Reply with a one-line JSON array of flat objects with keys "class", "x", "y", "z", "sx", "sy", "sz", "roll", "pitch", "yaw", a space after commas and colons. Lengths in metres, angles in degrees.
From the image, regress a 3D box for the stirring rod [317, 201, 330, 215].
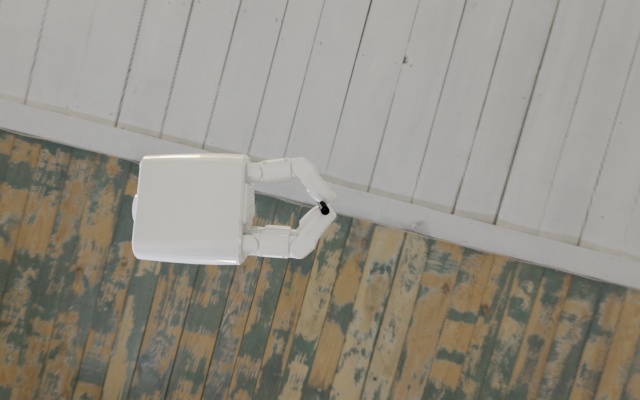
[{"class": "stirring rod", "x": 0.000, "y": 0.002, "z": 0.540, "sx": 0.011, "sy": 0.011, "sz": 0.239, "roll": 0, "pitch": 4, "yaw": -2}]
